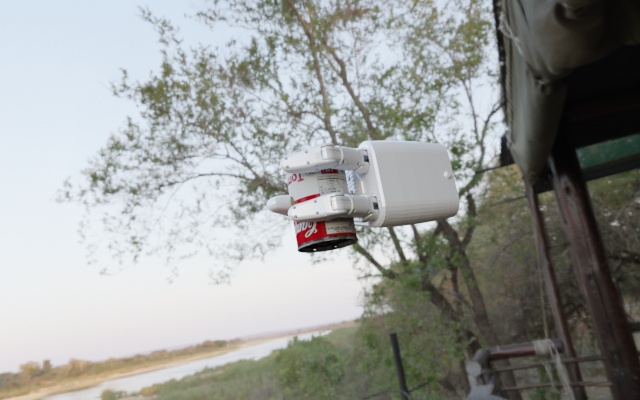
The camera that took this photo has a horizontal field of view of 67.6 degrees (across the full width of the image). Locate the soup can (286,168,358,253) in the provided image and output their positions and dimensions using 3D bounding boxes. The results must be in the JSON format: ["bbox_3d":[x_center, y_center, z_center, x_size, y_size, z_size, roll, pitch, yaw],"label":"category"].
[{"bbox_3d":[0.000,0.002,0.536,0.068,0.102,0.068,-9,-14,-2],"label":"soup can"}]
